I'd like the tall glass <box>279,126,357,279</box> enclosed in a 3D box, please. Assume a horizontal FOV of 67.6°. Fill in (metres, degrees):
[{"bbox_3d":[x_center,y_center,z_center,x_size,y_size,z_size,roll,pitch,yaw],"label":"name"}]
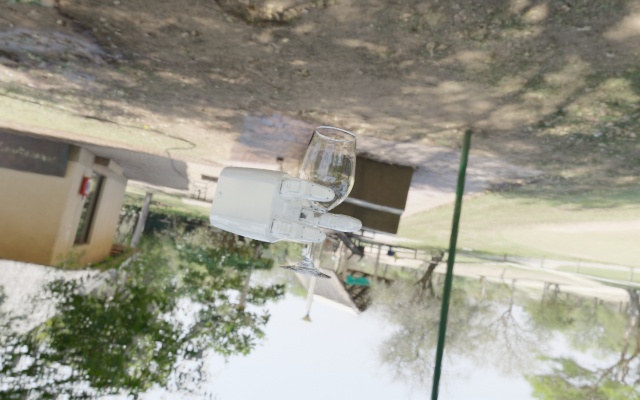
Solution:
[{"bbox_3d":[0.000,0.003,0.664,0.079,0.201,0.079,13,-5,1],"label":"tall glass"}]
